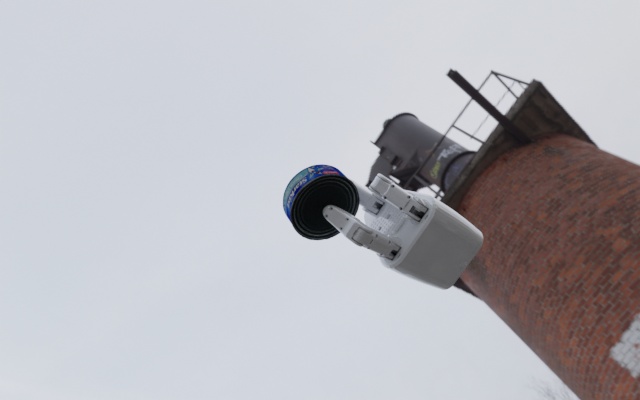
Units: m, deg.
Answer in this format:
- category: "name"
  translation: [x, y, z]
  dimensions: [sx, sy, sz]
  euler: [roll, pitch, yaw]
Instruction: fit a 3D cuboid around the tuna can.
- category: "tuna can"
  translation: [0.000, 0.002, 0.557]
  dimensions: [0.086, 0.086, 0.033]
  euler: [0, 28, -26]
